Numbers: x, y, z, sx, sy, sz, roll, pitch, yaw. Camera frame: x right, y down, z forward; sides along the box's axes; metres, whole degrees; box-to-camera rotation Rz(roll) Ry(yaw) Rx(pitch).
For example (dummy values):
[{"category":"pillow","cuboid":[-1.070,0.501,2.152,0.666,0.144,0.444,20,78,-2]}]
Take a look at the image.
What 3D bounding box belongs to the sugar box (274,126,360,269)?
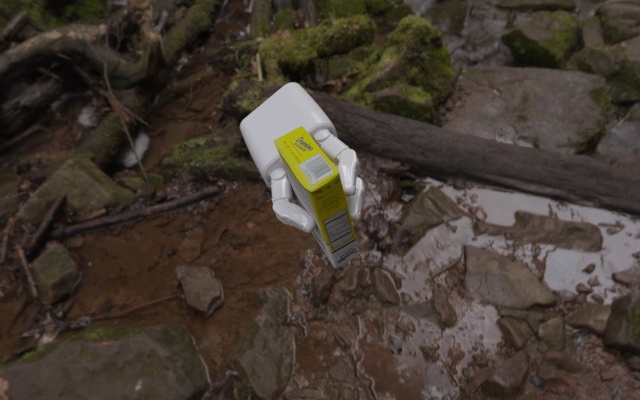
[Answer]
[{"category":"sugar box","cuboid":[0.000,0.002,0.594,0.048,0.093,0.176,-30,-36,-6]}]
